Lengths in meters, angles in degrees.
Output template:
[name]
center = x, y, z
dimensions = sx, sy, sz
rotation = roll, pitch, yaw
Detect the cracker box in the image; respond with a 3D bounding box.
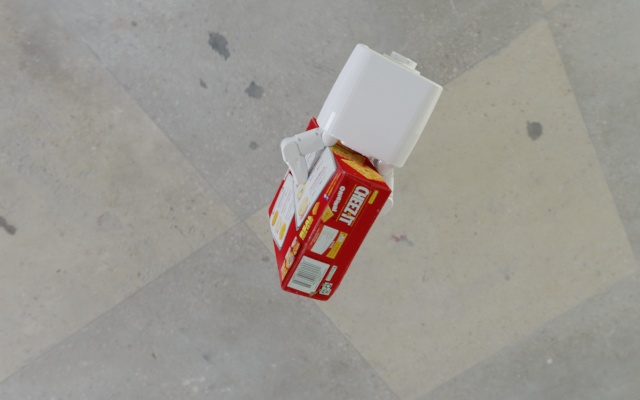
[cracker box]
center = 0.000, 0.002, 0.630
dimensions = 0.072, 0.164, 0.213
rotation = 21, 20, -19
